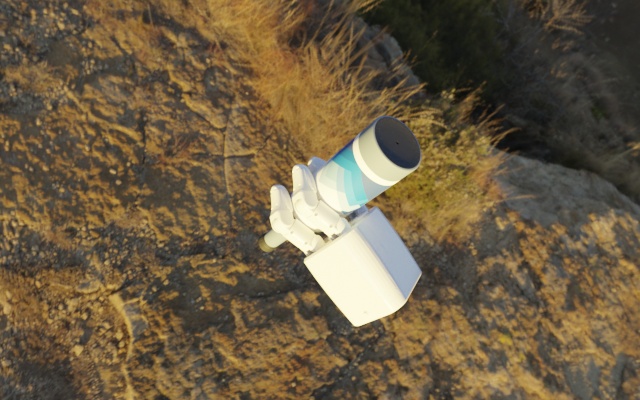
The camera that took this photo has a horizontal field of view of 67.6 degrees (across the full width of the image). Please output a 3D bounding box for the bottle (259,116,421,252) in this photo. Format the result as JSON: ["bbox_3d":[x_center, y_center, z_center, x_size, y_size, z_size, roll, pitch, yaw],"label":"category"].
[{"bbox_3d":[0.000,0.002,0.600,0.069,0.069,0.296,0,-25,-37],"label":"bottle"}]
